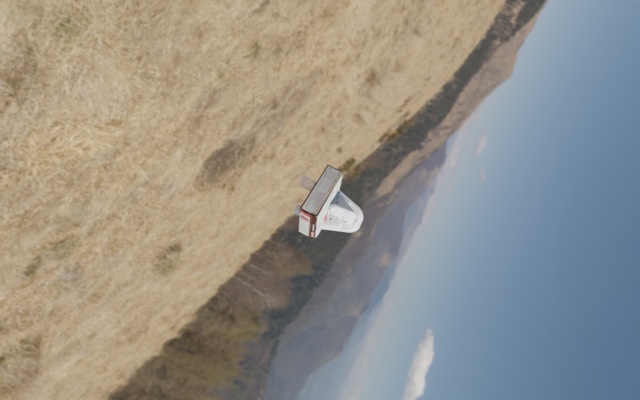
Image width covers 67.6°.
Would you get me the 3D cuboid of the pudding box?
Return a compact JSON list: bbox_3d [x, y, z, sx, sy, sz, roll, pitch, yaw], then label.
[{"bbox_3d":[0.000,0.003,0.892,0.039,0.113,0.090,23,-30,11],"label":"pudding box"}]
